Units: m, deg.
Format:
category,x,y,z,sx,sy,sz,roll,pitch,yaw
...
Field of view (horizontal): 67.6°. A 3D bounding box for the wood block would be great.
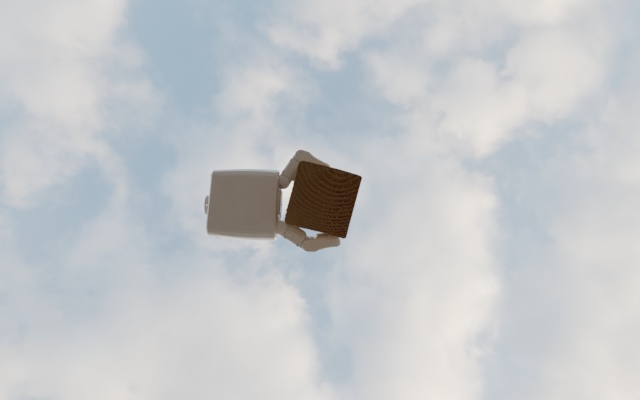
category,x,y,z,sx,sy,sz,roll,pitch,yaw
wood block,0.000,0.002,0.744,0.090,0.091,0.206,14,-2,-2
